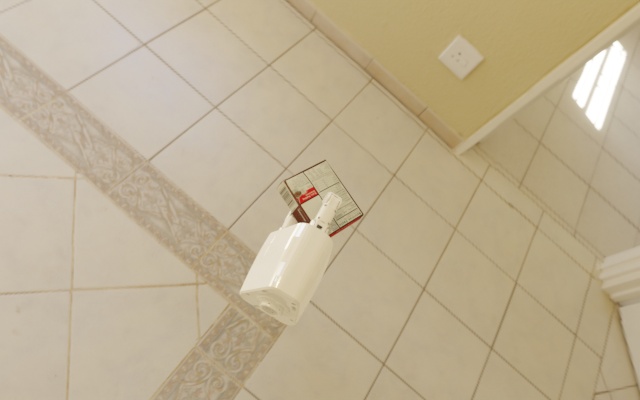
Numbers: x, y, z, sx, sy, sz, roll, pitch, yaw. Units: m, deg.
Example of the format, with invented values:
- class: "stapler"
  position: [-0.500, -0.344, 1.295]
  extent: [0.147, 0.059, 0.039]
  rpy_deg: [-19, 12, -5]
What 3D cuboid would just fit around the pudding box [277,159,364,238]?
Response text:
- class: "pudding box"
  position: [0.000, 0.002, 0.749]
  extent: [0.090, 0.113, 0.039]
  rpy_deg: [-29, -8, -32]
